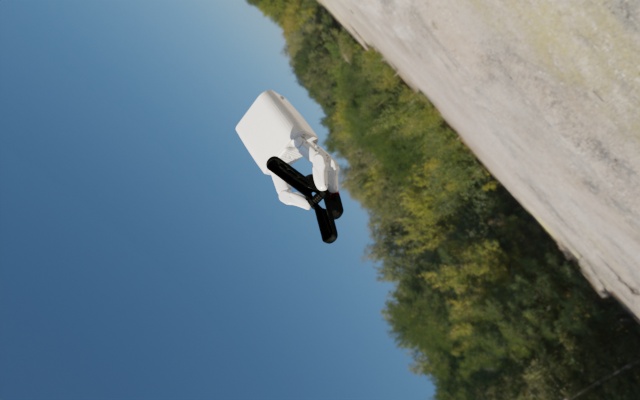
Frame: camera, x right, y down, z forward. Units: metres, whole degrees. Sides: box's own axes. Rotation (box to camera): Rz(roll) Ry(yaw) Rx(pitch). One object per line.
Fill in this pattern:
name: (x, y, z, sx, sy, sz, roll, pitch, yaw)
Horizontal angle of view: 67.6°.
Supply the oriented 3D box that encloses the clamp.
clamp: (0.000, 0.003, 0.815, 0.036, 0.164, 0.210, -39, -15, 15)
